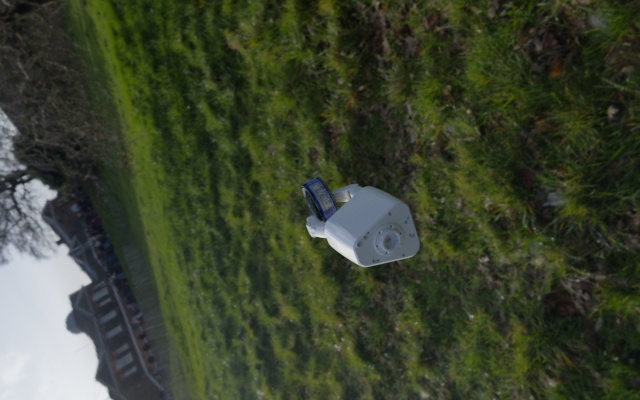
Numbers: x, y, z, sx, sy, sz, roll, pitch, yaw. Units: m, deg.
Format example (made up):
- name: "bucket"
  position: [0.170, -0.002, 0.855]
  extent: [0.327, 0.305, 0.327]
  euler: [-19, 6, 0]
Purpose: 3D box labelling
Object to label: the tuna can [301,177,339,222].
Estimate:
- name: "tuna can"
  position: [0.000, 0.003, 0.846]
  extent: [0.034, 0.086, 0.086]
  euler: [-28, 6, -11]
